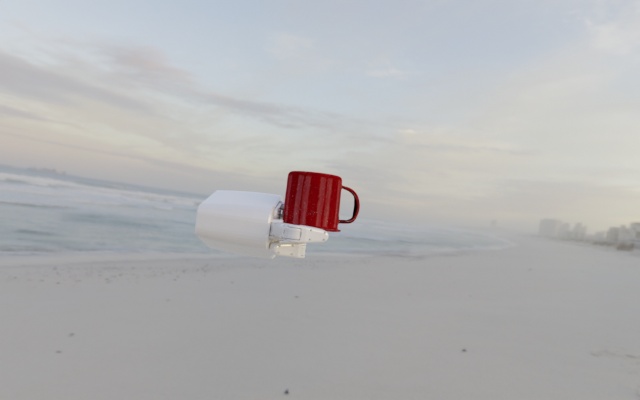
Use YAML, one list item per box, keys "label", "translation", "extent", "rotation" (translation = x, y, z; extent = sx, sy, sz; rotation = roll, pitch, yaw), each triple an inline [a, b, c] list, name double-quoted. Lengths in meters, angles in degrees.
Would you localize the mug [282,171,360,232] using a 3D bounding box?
- label: "mug"
  translation: [0.002, 0.002, 0.705]
  extent: [0.117, 0.081, 0.093]
  rotation: [6, -1, 0]
